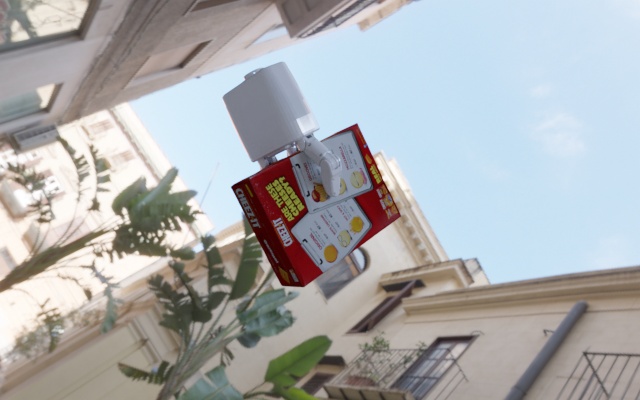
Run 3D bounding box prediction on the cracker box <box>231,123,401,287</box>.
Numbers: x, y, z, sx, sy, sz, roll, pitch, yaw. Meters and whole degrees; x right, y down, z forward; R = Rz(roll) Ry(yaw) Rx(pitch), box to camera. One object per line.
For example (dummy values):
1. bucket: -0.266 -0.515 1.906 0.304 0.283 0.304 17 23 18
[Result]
1. cracker box: 0.000 0.002 0.701 0.213 0.164 0.072 -31 9 -34
